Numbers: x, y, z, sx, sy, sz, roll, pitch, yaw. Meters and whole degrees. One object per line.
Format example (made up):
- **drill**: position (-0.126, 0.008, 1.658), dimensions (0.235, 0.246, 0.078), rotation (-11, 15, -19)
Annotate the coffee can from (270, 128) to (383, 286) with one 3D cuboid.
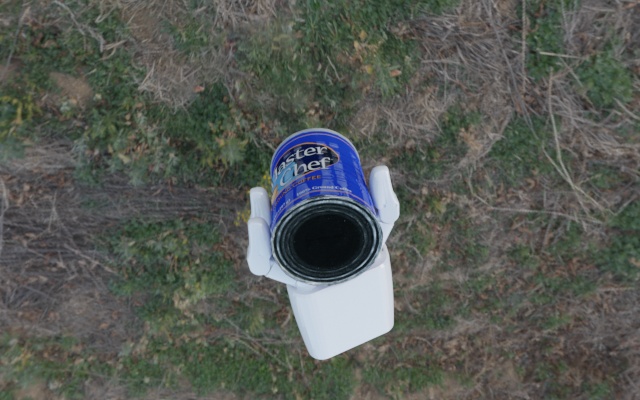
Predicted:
- **coffee can**: position (0.000, 0.001, 0.488), dimensions (0.103, 0.103, 0.140), rotation (0, 33, -6)
